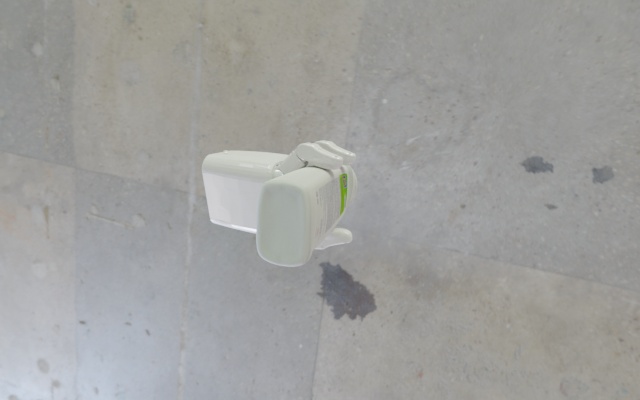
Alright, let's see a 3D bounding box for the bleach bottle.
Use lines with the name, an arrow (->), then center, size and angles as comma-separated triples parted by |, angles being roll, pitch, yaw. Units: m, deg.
bleach bottle -> 0.000, 0.002, 0.640 | 0.068, 0.102, 0.251 | 7, 13, 19
